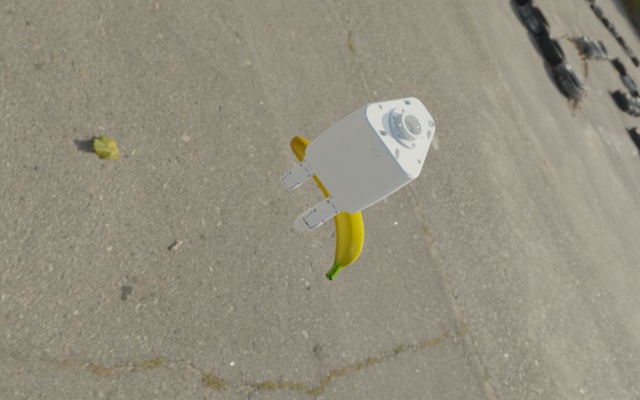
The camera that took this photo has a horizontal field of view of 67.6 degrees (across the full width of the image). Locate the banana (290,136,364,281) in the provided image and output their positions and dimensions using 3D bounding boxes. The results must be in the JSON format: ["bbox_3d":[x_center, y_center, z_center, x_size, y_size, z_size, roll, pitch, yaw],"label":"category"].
[{"bbox_3d":[0.017,0.002,0.641,0.069,0.197,0.037,-12,-9,-32],"label":"banana"}]
